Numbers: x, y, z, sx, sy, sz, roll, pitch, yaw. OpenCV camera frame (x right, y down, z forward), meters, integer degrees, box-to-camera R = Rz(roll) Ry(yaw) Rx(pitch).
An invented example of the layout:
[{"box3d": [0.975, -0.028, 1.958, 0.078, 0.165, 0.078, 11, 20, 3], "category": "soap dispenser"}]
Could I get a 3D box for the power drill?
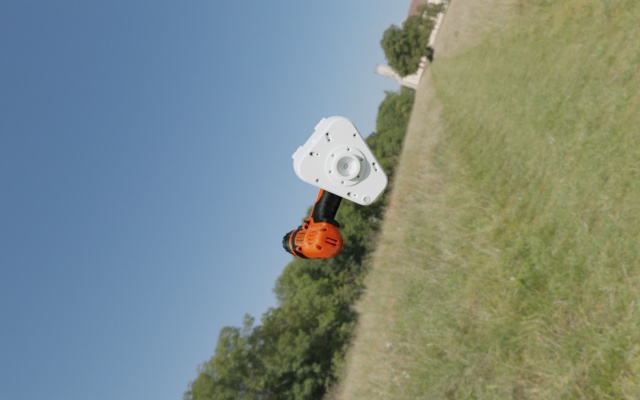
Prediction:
[{"box3d": [0.000, 0.002, 0.763, 0.057, 0.187, 0.184, 19, -11, -21], "category": "power drill"}]
